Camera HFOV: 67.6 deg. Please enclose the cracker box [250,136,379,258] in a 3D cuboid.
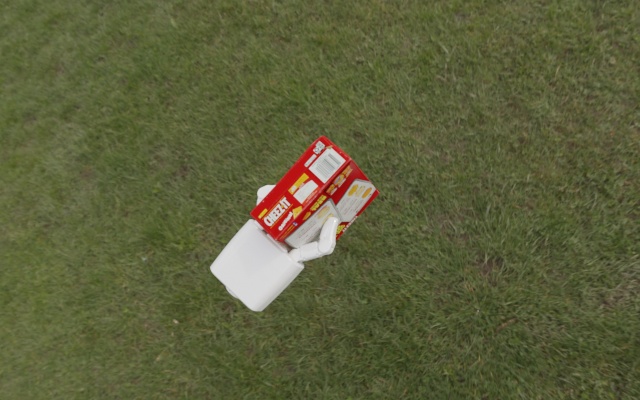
[{"bbox_3d":[0.000,0.003,0.791,0.072,0.164,0.214,43,3,22],"label":"cracker box"}]
